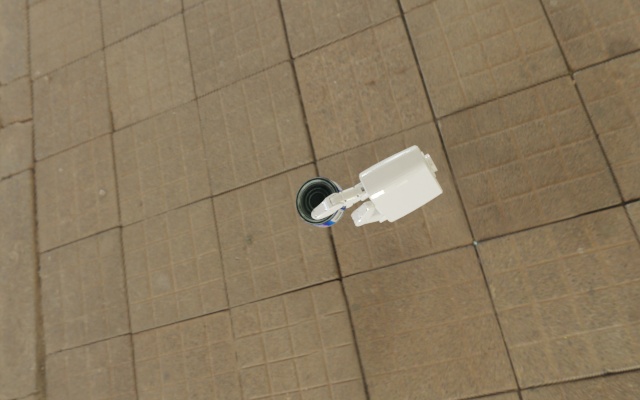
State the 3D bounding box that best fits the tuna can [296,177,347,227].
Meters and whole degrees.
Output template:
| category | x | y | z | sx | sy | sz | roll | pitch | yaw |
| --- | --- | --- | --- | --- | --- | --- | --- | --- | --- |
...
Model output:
| category | x | y | z | sx | sy | sz | roll | pitch | yaw |
| --- | --- | --- | --- | --- | --- | --- | --- | --- | --- |
| tuna can | 0.000 | 0.003 | 0.832 | 0.086 | 0.086 | 0.034 | 0 | -9 | 24 |
